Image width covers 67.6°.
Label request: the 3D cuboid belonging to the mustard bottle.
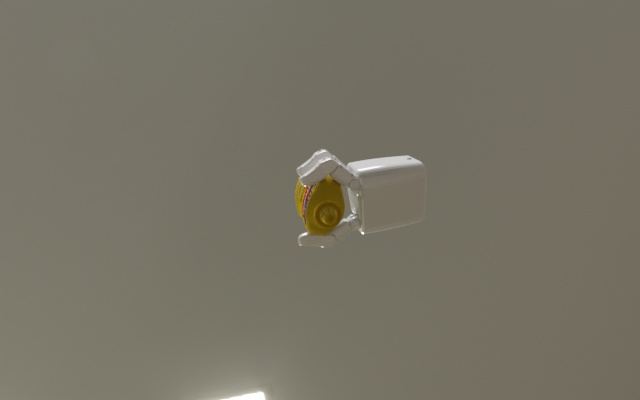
[{"bbox_3d":[0.000,0.002,0.763,0.058,0.096,0.191,14,12,-13],"label":"mustard bottle"}]
